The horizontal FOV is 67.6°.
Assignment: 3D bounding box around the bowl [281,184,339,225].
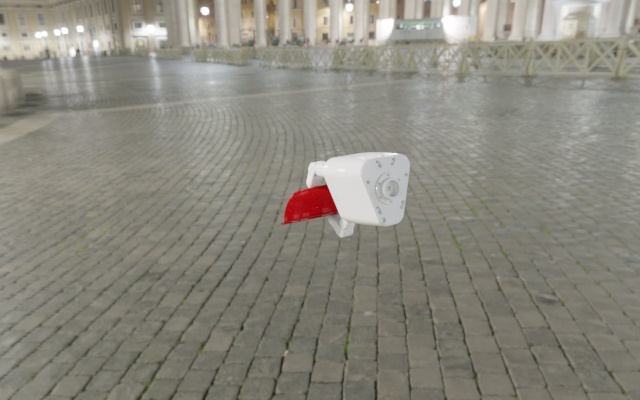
[{"bbox_3d":[-0.001,0.003,0.888,0.162,0.055,0.162,-12,-2,0],"label":"bowl"}]
